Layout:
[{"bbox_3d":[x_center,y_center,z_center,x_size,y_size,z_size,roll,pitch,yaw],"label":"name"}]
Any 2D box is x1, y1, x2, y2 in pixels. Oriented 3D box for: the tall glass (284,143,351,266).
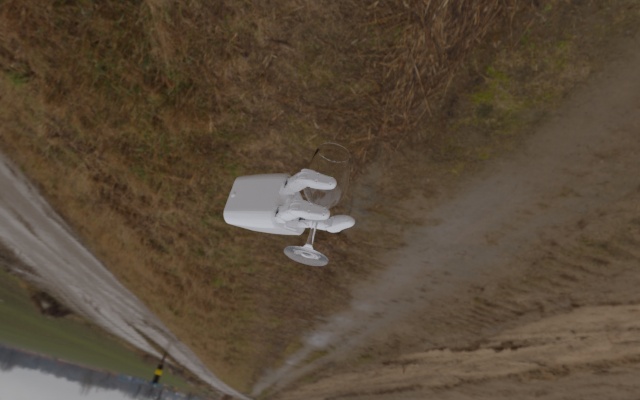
[{"bbox_3d":[0.000,0.003,0.800,0.079,0.201,0.079,13,-25,6],"label":"tall glass"}]
